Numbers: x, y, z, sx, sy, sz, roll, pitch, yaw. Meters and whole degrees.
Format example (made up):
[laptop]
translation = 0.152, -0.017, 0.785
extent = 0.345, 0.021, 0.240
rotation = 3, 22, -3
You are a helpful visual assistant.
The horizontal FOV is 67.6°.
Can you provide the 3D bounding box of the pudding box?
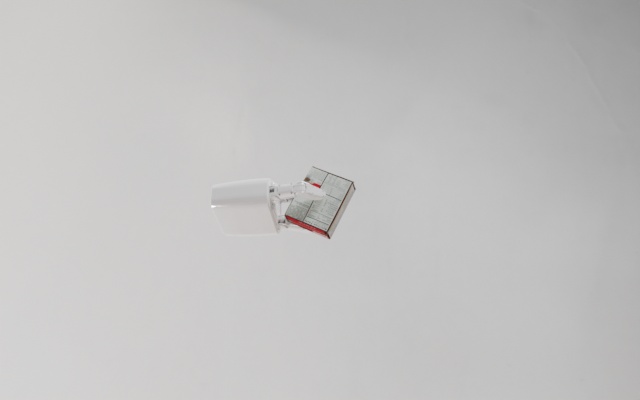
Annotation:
[pudding box]
translation = 0.000, 0.003, 0.869
extent = 0.090, 0.113, 0.039
rotation = 22, -18, 17
